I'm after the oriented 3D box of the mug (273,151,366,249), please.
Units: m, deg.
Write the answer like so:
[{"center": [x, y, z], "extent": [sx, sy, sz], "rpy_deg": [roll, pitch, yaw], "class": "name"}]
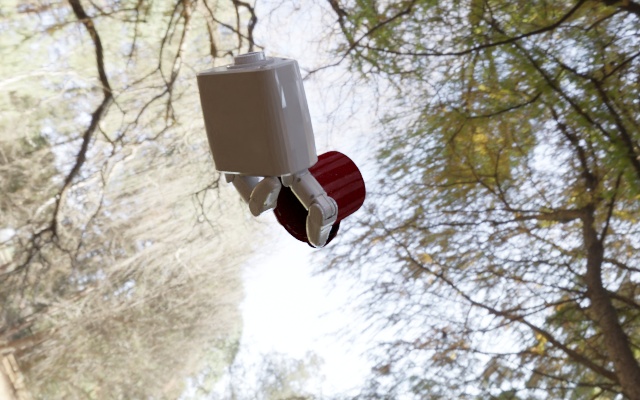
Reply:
[{"center": [0.000, 0.003, 0.563], "extent": [0.081, 0.117, 0.093], "rpy_deg": [-28, 31, -34], "class": "mug"}]
